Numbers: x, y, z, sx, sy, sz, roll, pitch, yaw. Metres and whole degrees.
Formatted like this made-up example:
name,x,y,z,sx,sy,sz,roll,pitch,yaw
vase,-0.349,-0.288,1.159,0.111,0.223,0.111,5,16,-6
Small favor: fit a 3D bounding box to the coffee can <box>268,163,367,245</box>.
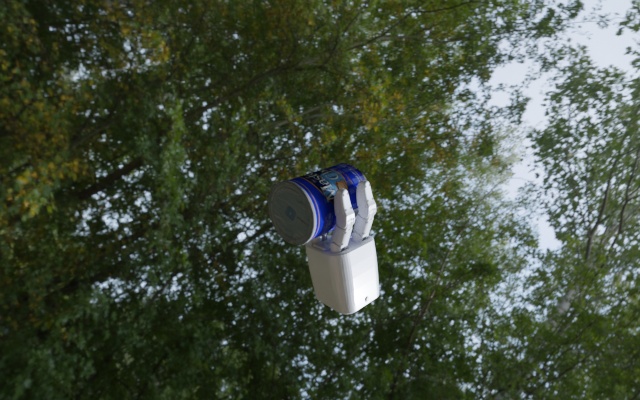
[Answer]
name,x,y,z,sx,sy,sz,roll,pitch,yaw
coffee can,0.000,0.002,0.781,0.103,0.103,0.140,0,15,45
